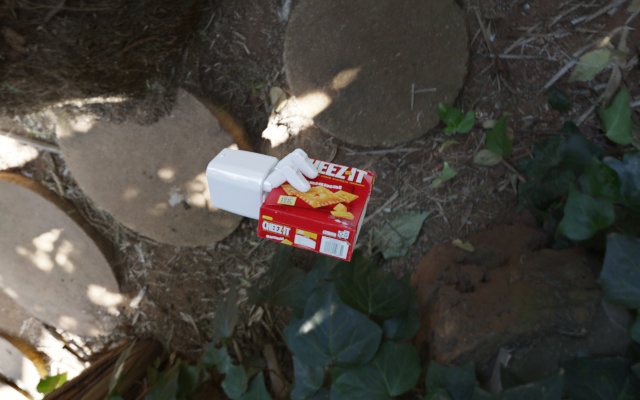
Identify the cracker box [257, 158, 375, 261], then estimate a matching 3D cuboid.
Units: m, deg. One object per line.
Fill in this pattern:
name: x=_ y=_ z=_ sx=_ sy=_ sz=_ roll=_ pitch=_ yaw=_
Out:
cracker box: x=0.000 y=0.003 z=0.862 sx=0.164 sy=0.072 sz=0.213 roll=14 pitch=33 yaw=8
